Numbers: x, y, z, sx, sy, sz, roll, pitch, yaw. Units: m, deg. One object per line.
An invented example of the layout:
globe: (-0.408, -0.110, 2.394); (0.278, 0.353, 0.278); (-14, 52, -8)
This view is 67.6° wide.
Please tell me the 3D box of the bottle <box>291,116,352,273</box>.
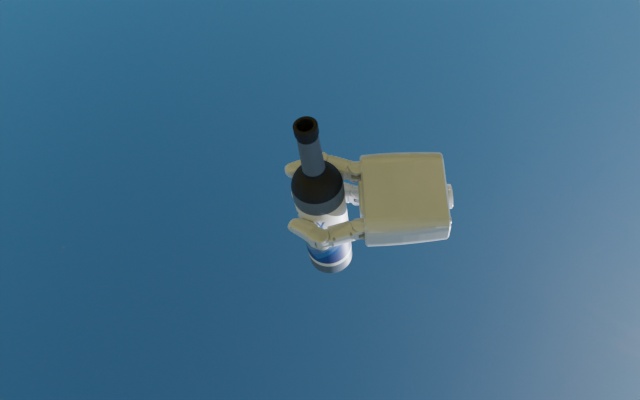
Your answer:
bottle: (0.000, 0.002, 0.630); (0.069, 0.069, 0.296); (0, -34, 8)
